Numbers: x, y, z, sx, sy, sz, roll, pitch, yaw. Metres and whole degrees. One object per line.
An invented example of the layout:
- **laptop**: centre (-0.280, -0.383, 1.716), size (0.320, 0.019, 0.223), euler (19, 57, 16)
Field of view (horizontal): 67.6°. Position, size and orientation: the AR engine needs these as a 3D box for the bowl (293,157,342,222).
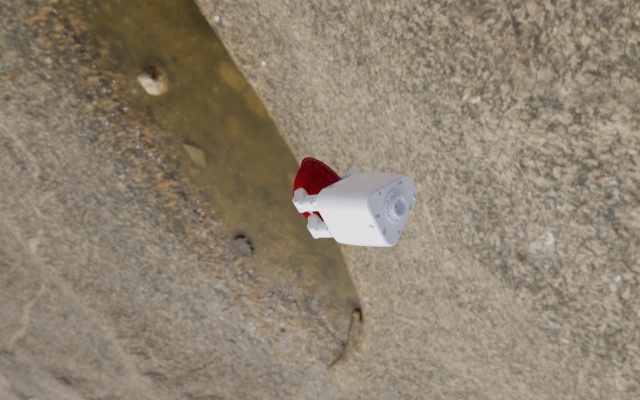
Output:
- **bowl**: centre (-0.001, 0.003, 0.862), size (0.055, 0.162, 0.162), euler (-39, 15, -19)
